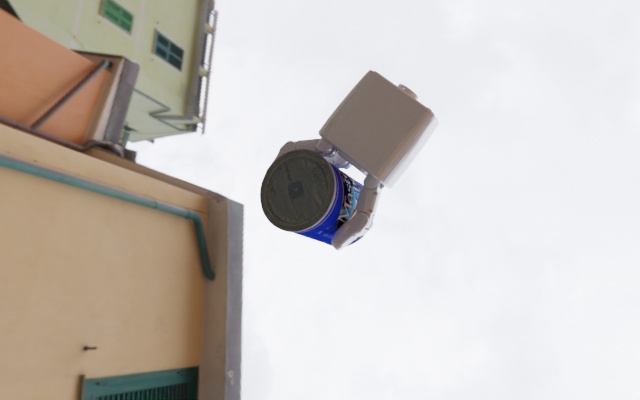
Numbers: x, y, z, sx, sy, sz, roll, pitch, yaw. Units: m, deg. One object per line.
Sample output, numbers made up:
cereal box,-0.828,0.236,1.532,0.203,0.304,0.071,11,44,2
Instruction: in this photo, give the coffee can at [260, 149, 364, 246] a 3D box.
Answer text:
coffee can,0.000,0.002,0.634,0.103,0.102,0.140,0,-13,26
